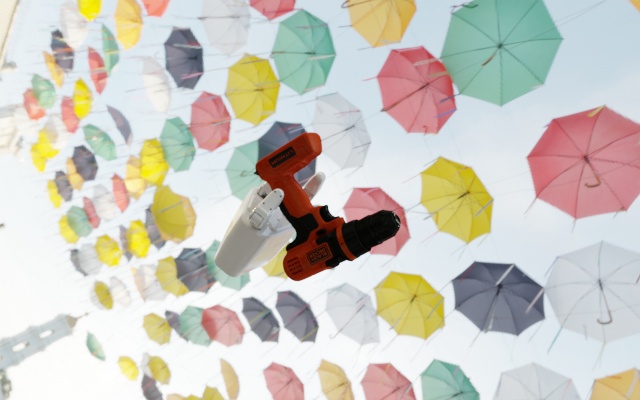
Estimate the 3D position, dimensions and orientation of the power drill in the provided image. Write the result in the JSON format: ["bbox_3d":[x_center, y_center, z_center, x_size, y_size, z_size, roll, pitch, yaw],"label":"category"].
[{"bbox_3d":[0.000,0.002,0.674,0.184,0.187,0.057,-28,-11,21],"label":"power drill"}]
